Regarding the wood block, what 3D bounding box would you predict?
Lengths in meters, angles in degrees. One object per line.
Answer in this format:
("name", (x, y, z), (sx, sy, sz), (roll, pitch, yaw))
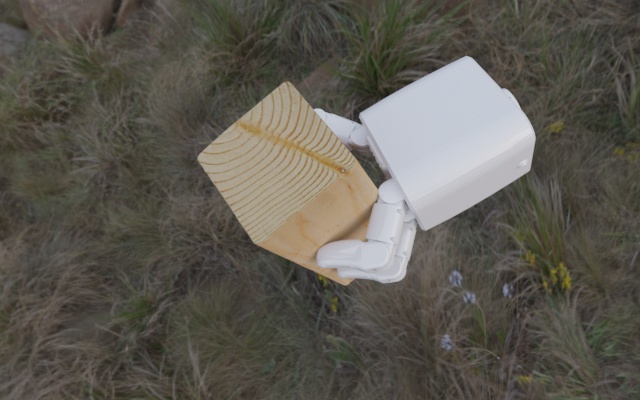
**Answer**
("wood block", (0.000, 0.001, 0.420), (0.090, 0.090, 0.206), (-40, -26, 4))
